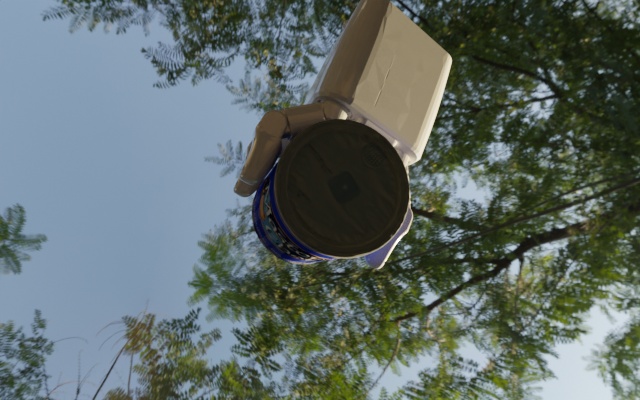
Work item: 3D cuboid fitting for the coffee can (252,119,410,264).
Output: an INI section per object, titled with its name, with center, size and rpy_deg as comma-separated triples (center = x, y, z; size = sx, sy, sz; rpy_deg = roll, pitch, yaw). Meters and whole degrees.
[coffee can]
center = 0.000, 0.002, 0.411
size = 0.103, 0.103, 0.140
rpy_deg = 0, -9, -15
